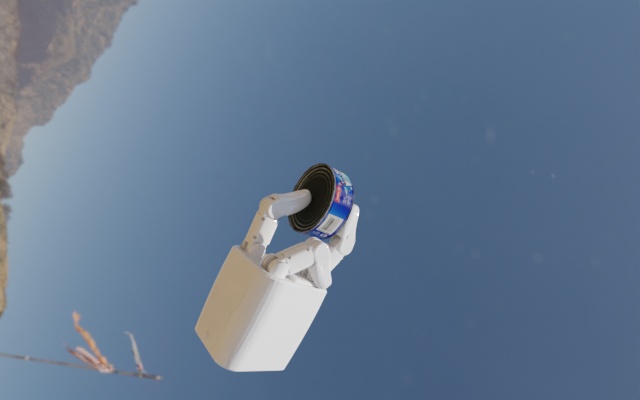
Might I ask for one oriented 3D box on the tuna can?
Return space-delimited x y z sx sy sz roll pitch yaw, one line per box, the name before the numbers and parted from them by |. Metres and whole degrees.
tuna can | 0.001 0.002 0.562 0.034 0.086 0.086 24 -14 -33
